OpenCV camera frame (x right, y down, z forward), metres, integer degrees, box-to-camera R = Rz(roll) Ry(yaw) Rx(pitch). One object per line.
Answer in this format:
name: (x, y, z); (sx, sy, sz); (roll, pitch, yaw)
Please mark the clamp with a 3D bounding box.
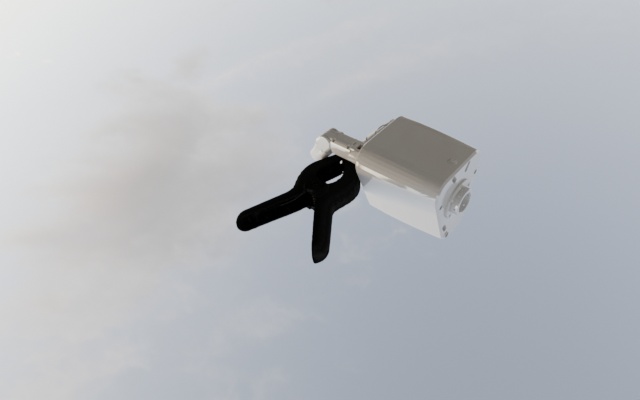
clamp: (0.000, 0.002, 0.553); (0.120, 0.039, 0.171); (32, 58, 30)
